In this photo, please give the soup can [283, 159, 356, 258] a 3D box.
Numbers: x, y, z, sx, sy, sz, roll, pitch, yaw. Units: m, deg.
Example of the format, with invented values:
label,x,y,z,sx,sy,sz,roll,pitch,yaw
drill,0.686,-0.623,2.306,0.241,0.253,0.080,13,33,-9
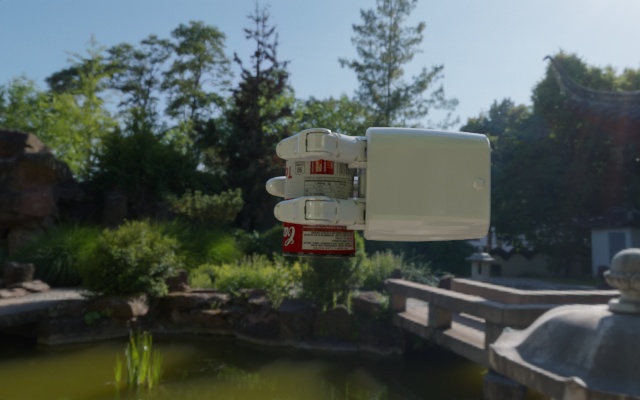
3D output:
label,x,y,z,sx,sy,sz,roll,pitch,yaw
soup can,0.000,0.001,0.447,0.068,0.102,0.068,2,-4,0
